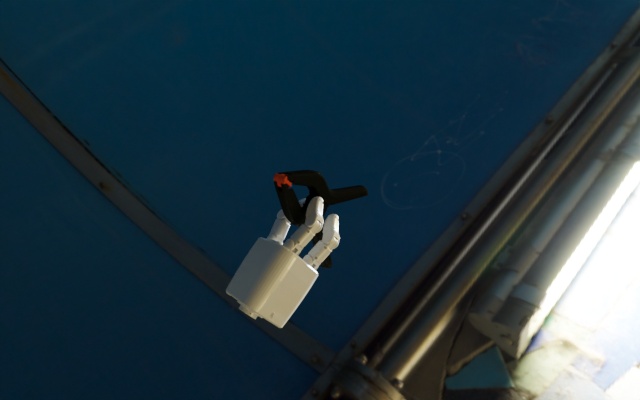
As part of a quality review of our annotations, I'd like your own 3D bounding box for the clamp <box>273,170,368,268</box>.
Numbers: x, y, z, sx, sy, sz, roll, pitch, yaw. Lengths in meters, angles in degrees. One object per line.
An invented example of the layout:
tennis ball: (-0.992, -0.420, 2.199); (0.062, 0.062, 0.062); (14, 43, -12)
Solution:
clamp: (-0.001, 0.002, 0.806); (0.036, 0.164, 0.210); (17, -21, 43)
